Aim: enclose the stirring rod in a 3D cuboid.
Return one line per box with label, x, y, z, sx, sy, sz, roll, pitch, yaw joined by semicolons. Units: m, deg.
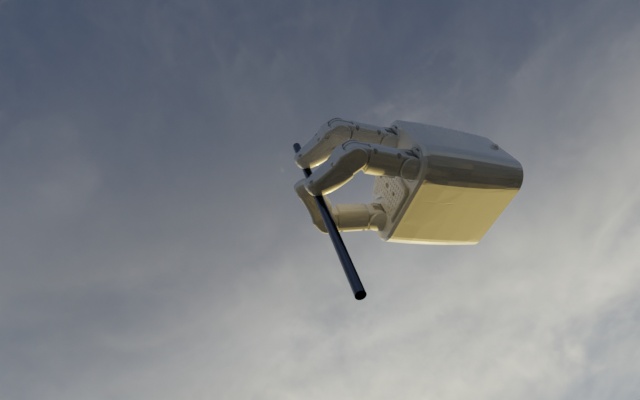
stirring rod;0.000;0.001;0.402;0.011;0.011;0.239;0;29;-14
